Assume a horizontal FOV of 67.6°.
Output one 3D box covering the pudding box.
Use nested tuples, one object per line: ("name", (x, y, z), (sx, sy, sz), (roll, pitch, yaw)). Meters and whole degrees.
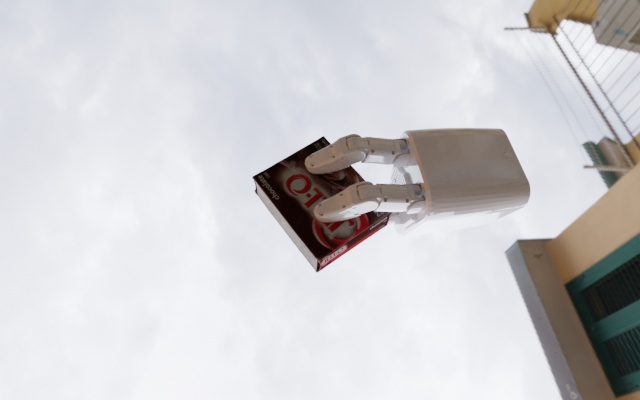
("pudding box", (0.000, 0.002, 0.476), (0.090, 0.113, 0.039), (-32, -25, -21))
